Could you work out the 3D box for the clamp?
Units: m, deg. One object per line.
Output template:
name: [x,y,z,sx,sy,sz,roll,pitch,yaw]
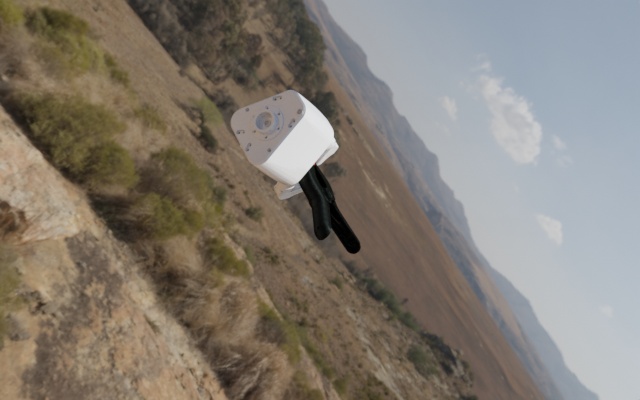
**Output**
clamp: [0.001,0.002,0.733,0.039,0.171,0.120,-33,-21,11]
